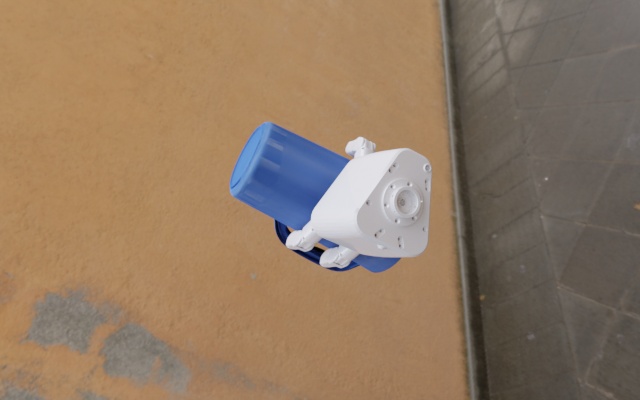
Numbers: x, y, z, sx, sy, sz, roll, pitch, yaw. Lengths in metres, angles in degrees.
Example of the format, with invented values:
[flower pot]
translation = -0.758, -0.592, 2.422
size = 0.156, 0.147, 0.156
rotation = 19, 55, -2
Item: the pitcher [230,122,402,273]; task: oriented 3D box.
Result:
[pitcher]
translation = 0.000, 0.002, 0.655
size = 0.243, 0.149, 0.145
rotation = 26, -13, -20
